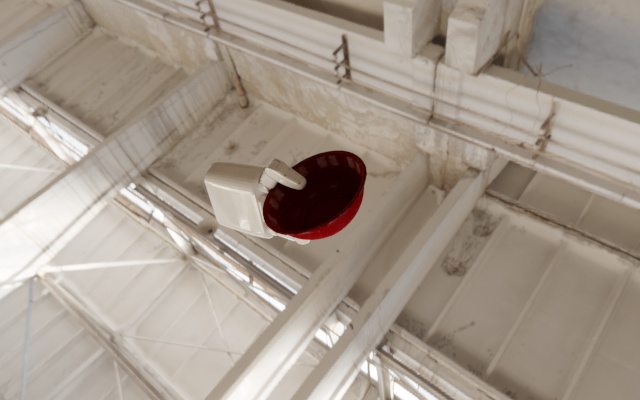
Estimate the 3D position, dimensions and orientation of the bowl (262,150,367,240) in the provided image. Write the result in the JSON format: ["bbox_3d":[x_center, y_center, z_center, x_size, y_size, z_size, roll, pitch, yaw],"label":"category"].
[{"bbox_3d":[0.001,0.003,0.680,0.162,0.162,0.055,0,-43,36],"label":"bowl"}]
